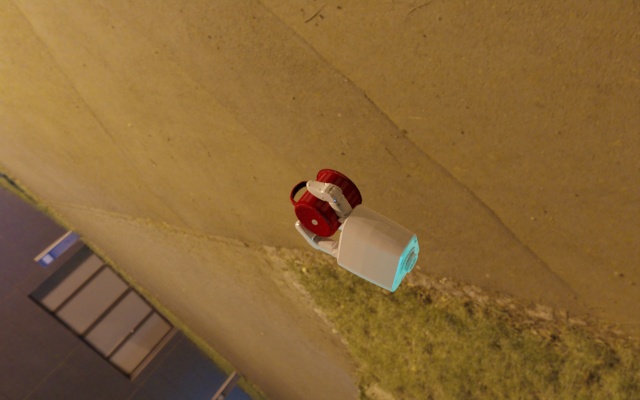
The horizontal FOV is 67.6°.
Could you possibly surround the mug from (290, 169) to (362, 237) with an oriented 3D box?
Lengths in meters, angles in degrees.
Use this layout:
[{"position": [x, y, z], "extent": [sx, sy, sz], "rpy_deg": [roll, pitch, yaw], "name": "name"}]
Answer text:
[{"position": [-0.001, 0.002, 0.810], "extent": [0.117, 0.081, 0.093], "rpy_deg": [26, -31, 24], "name": "mug"}]
